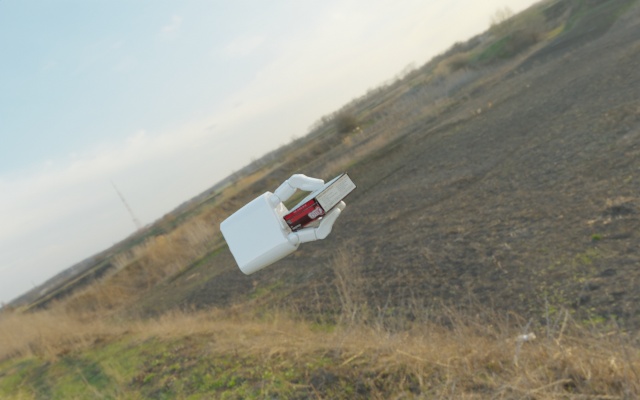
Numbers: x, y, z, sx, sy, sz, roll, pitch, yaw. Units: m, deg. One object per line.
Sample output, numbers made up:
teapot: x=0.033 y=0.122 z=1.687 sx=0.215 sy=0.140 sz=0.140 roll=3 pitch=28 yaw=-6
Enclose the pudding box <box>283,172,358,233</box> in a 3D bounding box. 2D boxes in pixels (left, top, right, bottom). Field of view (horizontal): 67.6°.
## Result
pudding box: x=0.000 y=0.003 z=0.826 sx=0.090 sy=0.039 sz=0.113 roll=-30 pitch=8 yaw=42
